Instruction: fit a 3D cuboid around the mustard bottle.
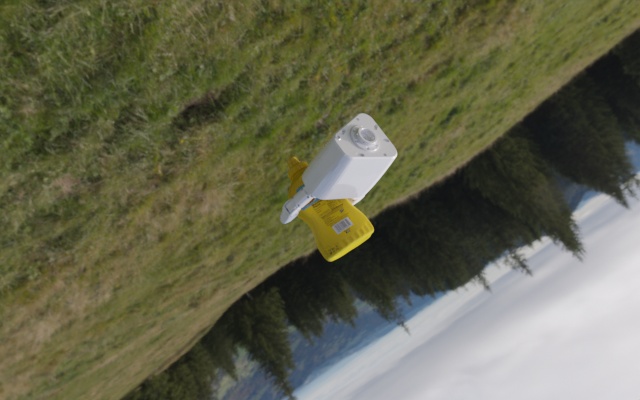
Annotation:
[{"bbox_3d":[0.000,0.003,0.822,0.096,0.191,0.058,-31,-15,-16],"label":"mustard bottle"}]
